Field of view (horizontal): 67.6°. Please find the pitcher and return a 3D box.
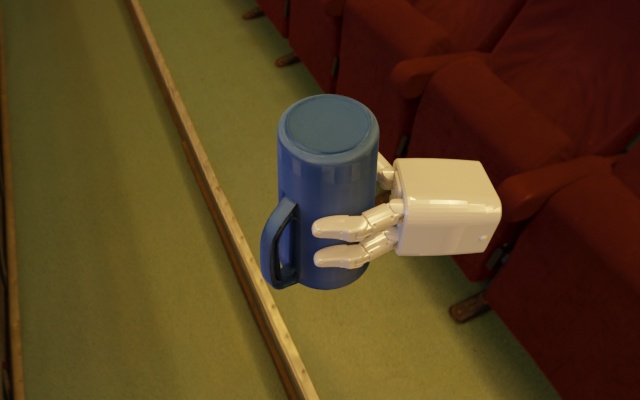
[{"bbox_3d":[0.000,0.002,0.581,0.145,0.149,0.243,1,-39,1],"label":"pitcher"}]
